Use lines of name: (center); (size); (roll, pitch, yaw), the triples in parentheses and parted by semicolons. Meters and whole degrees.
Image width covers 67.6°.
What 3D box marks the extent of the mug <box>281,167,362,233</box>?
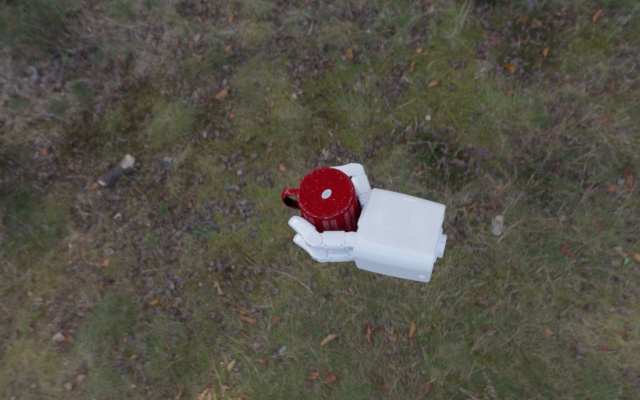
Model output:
mug: (-0.001, 0.002, 0.689); (0.117, 0.093, 0.081); (11, -22, 13)
